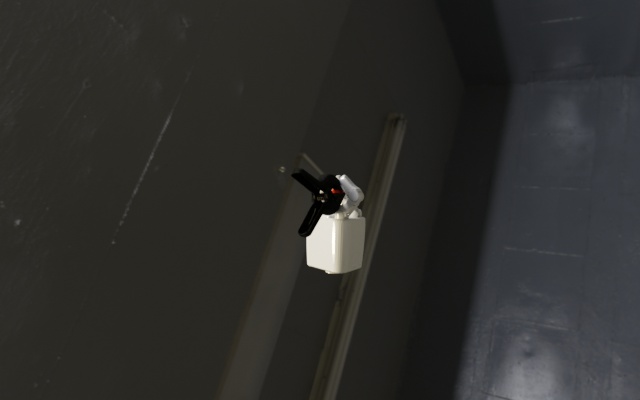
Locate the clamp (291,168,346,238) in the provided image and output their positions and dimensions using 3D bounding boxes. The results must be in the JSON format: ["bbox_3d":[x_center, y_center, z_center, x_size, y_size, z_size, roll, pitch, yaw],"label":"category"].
[{"bbox_3d":[0.000,0.003,0.881,0.039,0.120,0.171,5,4,32],"label":"clamp"}]
